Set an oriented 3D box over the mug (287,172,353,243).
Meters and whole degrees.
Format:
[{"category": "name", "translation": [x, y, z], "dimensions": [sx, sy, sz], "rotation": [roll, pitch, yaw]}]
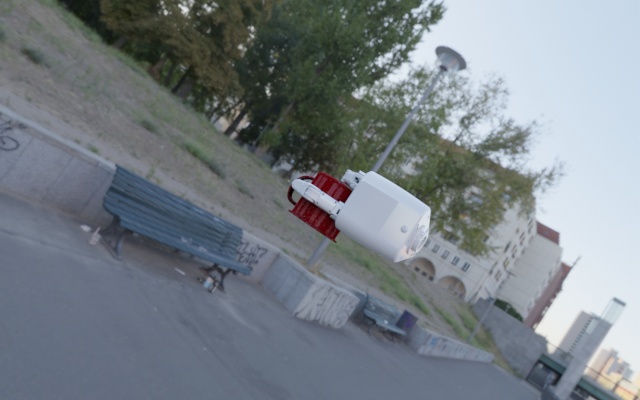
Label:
[{"category": "mug", "translation": [-0.001, 0.002, 0.765], "dimensions": [0.117, 0.081, 0.093], "rotation": [33, -3, 23]}]
